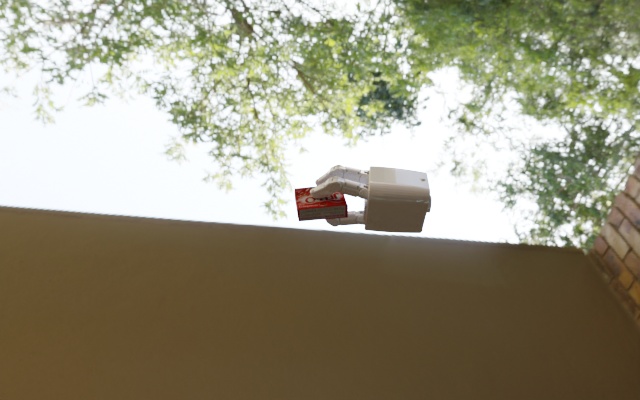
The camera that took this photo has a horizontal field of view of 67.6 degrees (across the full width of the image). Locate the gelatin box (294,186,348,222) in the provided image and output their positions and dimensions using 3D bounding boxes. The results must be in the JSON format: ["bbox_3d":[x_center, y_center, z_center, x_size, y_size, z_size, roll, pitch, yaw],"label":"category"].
[{"bbox_3d":[0.000,0.003,0.851,0.089,0.030,0.073,-6,32,-5],"label":"gelatin box"}]
